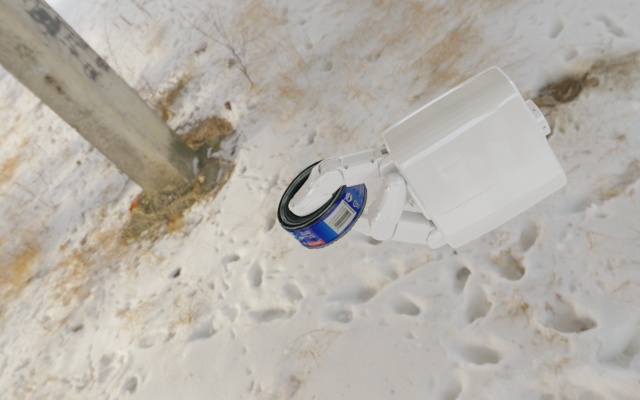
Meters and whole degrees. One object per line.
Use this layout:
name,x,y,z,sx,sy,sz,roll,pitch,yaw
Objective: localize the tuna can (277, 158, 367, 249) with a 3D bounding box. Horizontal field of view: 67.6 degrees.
tuna can,0.000,0.001,0.454,0.086,0.086,0.034,0,-36,49
